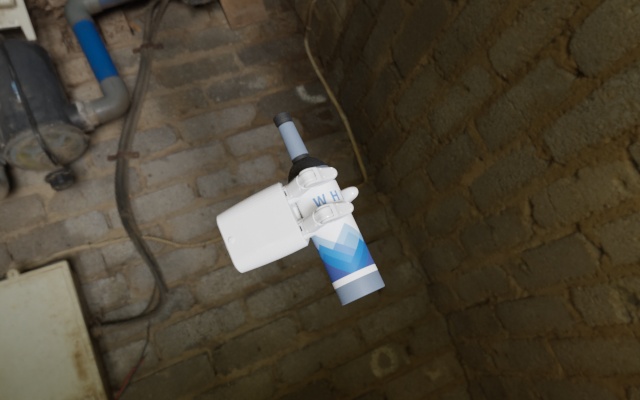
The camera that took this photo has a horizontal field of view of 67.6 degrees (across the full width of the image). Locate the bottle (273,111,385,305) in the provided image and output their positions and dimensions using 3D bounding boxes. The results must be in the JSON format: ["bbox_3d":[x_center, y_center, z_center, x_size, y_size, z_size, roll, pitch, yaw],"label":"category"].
[{"bbox_3d":[0.000,0.002,0.697,0.069,0.295,0.069,-24,-12,-5],"label":"bottle"}]
